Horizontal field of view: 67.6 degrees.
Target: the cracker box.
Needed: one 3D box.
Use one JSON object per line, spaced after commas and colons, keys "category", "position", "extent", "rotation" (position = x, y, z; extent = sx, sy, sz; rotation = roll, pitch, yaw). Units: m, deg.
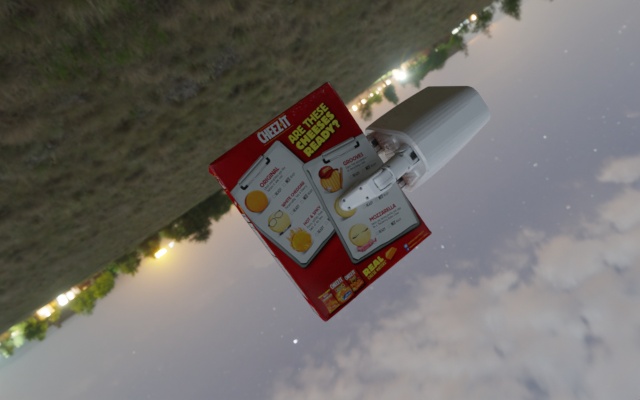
{"category": "cracker box", "position": [0.000, 0.002, 0.554], "extent": [0.164, 0.214, 0.072], "rotation": [-37, 7, -13]}
